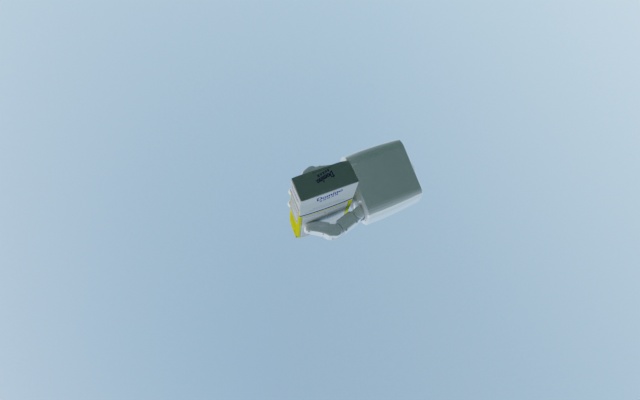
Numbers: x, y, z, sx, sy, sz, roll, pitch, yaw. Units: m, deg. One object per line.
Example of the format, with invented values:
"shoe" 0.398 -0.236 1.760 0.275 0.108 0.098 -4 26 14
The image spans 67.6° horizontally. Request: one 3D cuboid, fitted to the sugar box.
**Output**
"sugar box" 0.000 0.002 0.756 0.093 0.048 0.176 -19 -21 -12
